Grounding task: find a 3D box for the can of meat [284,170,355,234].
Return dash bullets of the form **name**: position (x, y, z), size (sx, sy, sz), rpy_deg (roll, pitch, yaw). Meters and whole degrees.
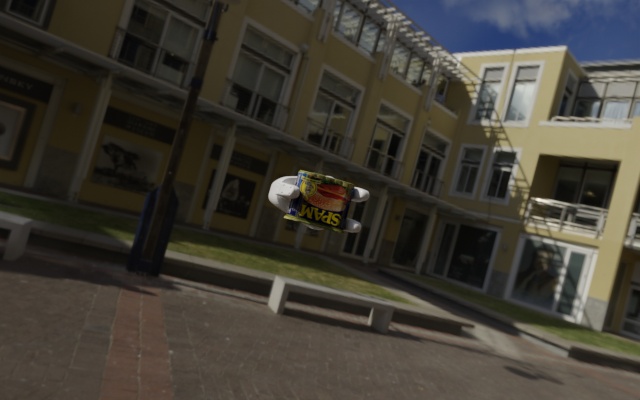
- **can of meat**: position (0.000, 0.002, 0.794), size (0.102, 0.084, 0.057), rpy_deg (16, -3, -11)
